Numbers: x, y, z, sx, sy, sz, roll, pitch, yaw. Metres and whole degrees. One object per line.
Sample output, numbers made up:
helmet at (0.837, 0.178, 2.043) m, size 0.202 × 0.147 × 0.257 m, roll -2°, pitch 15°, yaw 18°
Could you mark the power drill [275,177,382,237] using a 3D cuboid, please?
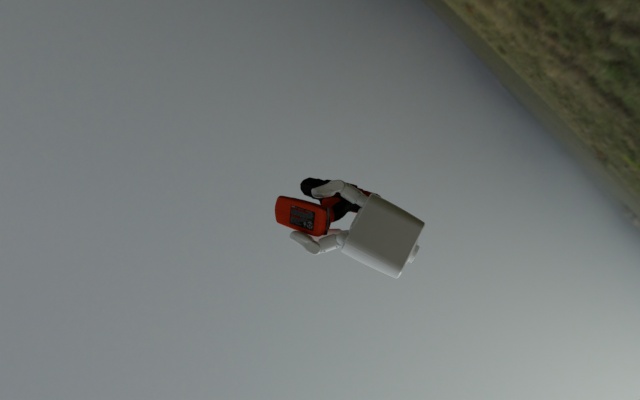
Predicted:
power drill at (0.000, 0.003, 0.897) m, size 0.184 × 0.057 × 0.187 m, roll 15°, pitch 22°, yaw 31°
